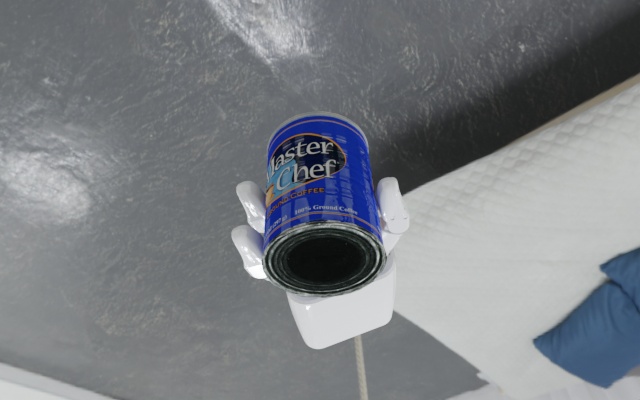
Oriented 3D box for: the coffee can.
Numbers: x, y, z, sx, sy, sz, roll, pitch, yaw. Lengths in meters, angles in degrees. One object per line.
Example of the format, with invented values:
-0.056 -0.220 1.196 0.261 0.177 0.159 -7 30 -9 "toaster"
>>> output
0.000 0.001 0.436 0.103 0.140 0.103 -2 -43 -2 "coffee can"
